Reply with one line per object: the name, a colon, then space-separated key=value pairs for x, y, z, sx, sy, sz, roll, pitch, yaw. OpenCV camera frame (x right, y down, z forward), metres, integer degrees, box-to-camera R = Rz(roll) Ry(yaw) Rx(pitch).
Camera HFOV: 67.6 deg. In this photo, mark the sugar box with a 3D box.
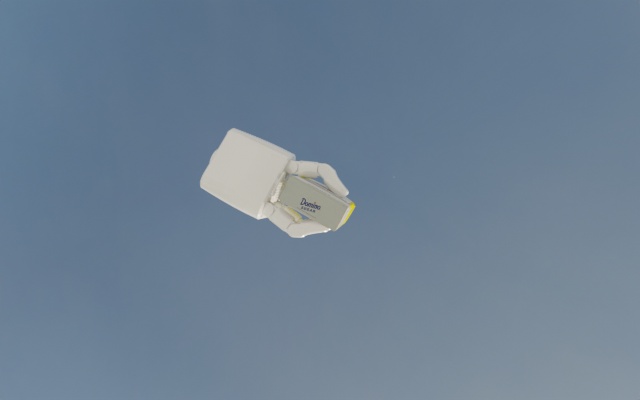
sugar box: x=0.000 y=0.003 z=0.728 sx=0.093 sy=0.048 sz=0.176 roll=29 pitch=7 yaw=7
